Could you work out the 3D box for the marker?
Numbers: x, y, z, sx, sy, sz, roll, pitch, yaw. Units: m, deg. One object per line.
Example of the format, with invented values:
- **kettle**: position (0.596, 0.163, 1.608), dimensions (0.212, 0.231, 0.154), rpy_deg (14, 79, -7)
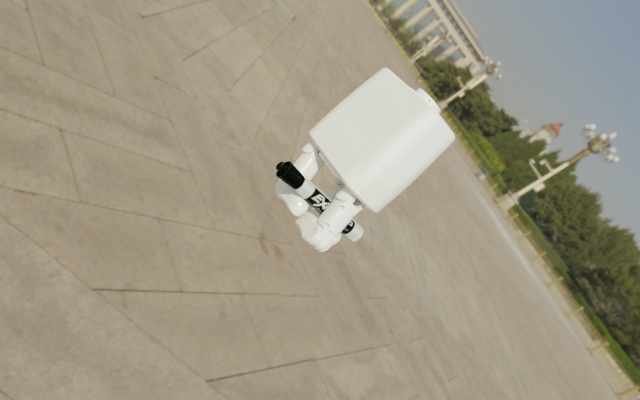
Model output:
- **marker**: position (0.000, 0.002, 0.470), dimensions (0.020, 0.020, 0.121), rpy_deg (0, -35, 50)
